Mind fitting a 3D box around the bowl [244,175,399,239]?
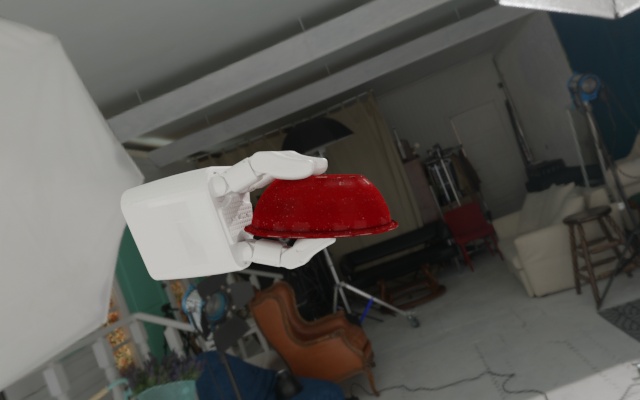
[{"bbox_3d":[0.001,0.001,0.501,0.162,0.055,0.162,-1,4,0],"label":"bowl"}]
